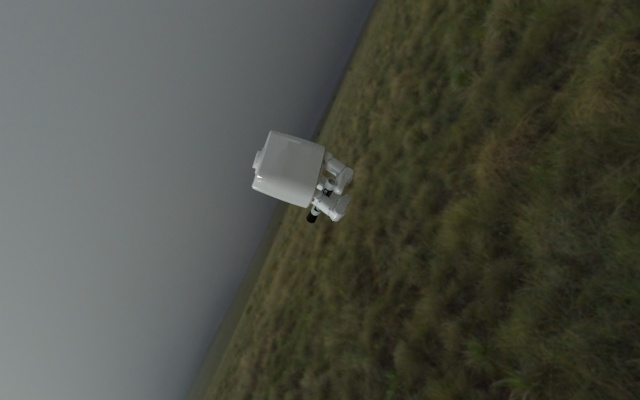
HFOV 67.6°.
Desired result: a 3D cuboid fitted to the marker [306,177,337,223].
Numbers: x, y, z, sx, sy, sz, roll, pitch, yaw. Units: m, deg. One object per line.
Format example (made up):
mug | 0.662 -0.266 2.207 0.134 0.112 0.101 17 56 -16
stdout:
marker | 0.000 0.003 0.873 0.020 0.020 0.121 0 -37 -25
